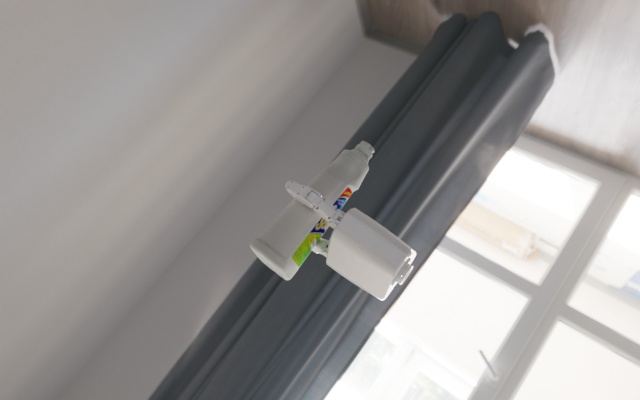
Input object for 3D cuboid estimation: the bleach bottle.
[{"bbox_3d":[0.000,0.002,0.746,0.068,0.250,0.103,34,-15,19],"label":"bleach bottle"}]
